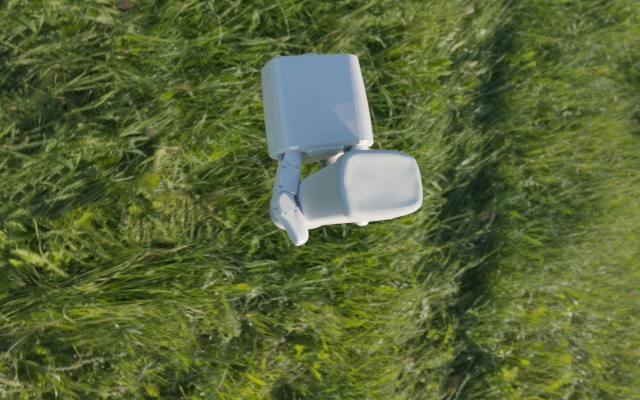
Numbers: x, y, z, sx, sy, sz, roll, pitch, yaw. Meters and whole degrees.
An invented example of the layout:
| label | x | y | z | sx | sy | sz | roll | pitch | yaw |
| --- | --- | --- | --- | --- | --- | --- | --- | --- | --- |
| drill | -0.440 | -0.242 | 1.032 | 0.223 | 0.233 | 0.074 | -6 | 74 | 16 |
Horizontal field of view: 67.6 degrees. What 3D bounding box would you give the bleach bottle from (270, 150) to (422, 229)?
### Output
| label | x | y | z | sx | sy | sz | roll | pitch | yaw |
| --- | --- | --- | --- | --- | --- | --- | --- | --- | --- |
| bleach bottle | 0.000 | 0.002 | 0.560 | 0.102 | 0.068 | 0.251 | -4 | -7 | -31 |
